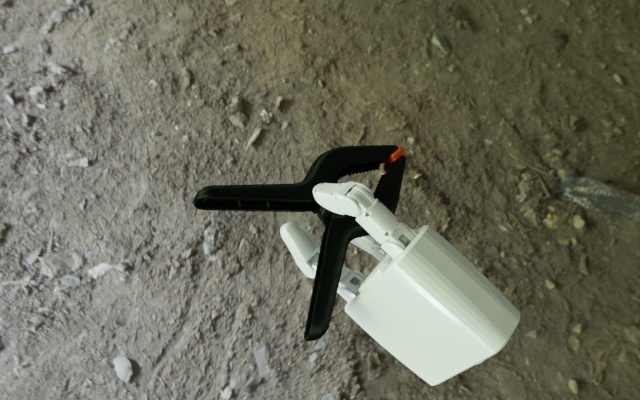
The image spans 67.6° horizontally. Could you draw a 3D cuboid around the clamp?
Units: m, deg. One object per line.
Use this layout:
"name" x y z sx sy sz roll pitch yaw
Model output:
"clamp" 0.001 0.001 0.451 0.210 0.164 0.036 -44 -6 -29
